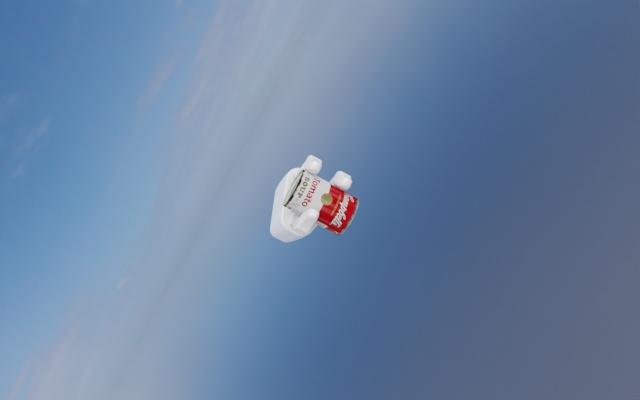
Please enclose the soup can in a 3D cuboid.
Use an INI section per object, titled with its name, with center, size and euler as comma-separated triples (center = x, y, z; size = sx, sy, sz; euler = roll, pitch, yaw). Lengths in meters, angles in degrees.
[soup can]
center = 0.000, 0.002, 0.756
size = 0.102, 0.068, 0.068
euler = 28, -6, -11
